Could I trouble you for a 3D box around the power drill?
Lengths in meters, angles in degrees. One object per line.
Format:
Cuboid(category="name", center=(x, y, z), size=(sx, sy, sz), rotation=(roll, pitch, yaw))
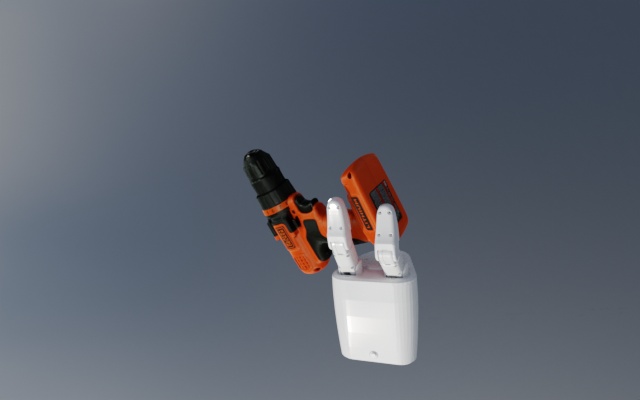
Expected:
Cuboid(category="power drill", center=(0.000, 0.002, 0.585), size=(0.188, 0.184, 0.057), rotation=(-14, 22, 47))
